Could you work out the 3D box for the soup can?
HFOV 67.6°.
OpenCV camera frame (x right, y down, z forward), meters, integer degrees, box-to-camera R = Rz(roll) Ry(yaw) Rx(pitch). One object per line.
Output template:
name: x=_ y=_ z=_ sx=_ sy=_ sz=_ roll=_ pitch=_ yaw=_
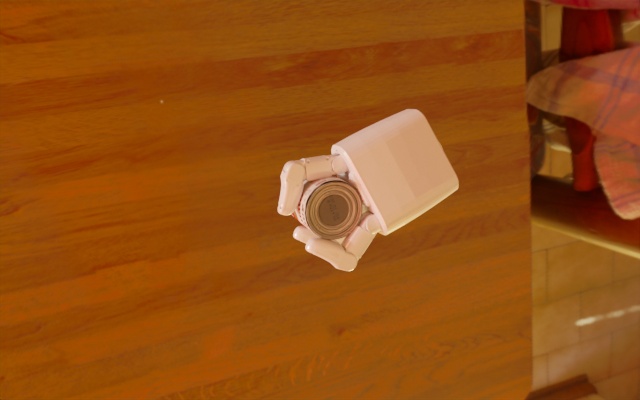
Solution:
soup can: x=0.000 y=0.002 z=0.559 sx=0.068 sy=0.068 sz=0.102 roll=0 pitch=11 yaw=-19
